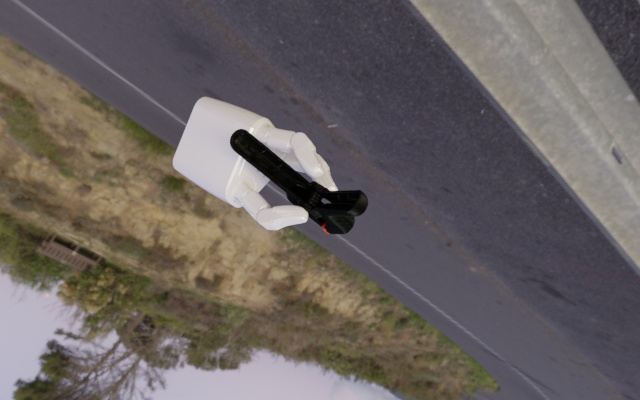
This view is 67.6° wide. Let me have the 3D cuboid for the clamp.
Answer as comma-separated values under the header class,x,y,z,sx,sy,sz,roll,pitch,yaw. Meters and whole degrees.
class,x,y,z,sx,sy,sz,roll,pitch,yaw
clamp,0.000,0.003,0.554,0.164,0.036,0.210,29,-11,27
